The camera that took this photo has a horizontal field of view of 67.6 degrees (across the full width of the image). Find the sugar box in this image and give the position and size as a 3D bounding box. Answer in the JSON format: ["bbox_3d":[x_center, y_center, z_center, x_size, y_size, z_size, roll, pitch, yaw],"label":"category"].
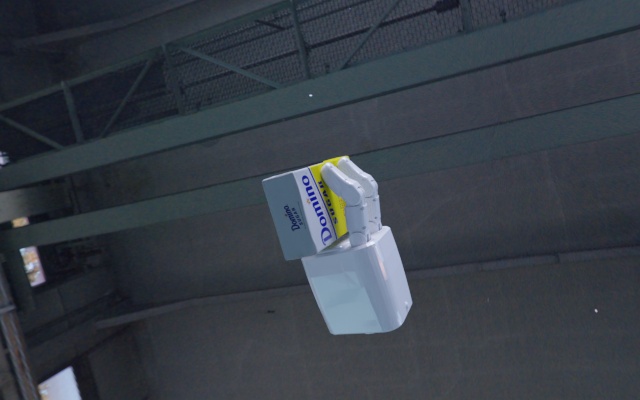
[{"bbox_3d":[0.001,0.002,0.579,0.048,0.093,0.176,-15,5,22],"label":"sugar box"}]
